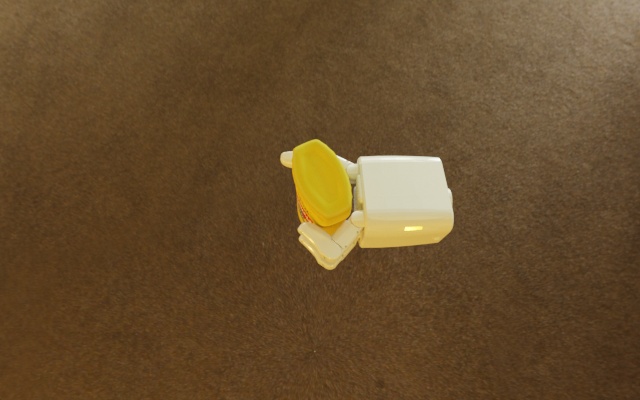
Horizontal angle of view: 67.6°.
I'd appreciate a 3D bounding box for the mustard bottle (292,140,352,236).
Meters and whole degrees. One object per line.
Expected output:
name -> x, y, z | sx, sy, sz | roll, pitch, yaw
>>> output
mustard bottle -> 0.000, 0.002, 0.618 | 0.058, 0.096, 0.192 | -25, -15, -8
